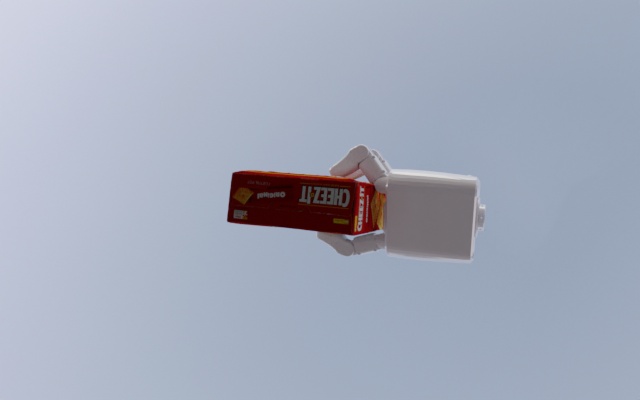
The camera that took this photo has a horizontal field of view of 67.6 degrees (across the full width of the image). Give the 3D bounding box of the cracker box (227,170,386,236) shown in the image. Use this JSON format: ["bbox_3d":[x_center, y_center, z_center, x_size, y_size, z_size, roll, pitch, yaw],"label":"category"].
[{"bbox_3d":[0.000,0.002,0.651,0.164,0.072,0.214,4,0,20],"label":"cracker box"}]
